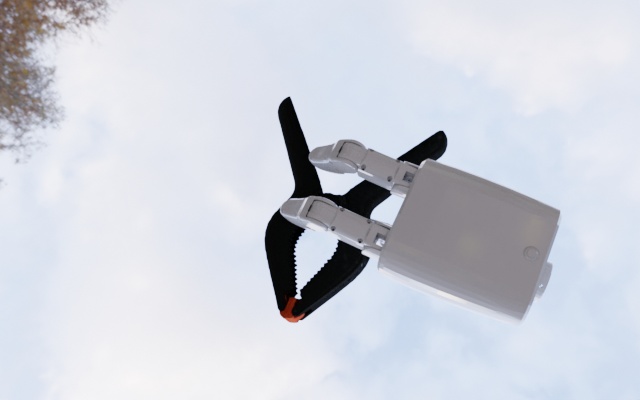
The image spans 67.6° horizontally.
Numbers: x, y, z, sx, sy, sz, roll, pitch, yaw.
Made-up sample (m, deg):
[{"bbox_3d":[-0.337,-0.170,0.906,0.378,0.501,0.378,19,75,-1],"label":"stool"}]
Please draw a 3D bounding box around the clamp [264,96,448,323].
[{"bbox_3d":[0.000,0.002,0.426,0.164,0.210,0.036,22,-18,18],"label":"clamp"}]
